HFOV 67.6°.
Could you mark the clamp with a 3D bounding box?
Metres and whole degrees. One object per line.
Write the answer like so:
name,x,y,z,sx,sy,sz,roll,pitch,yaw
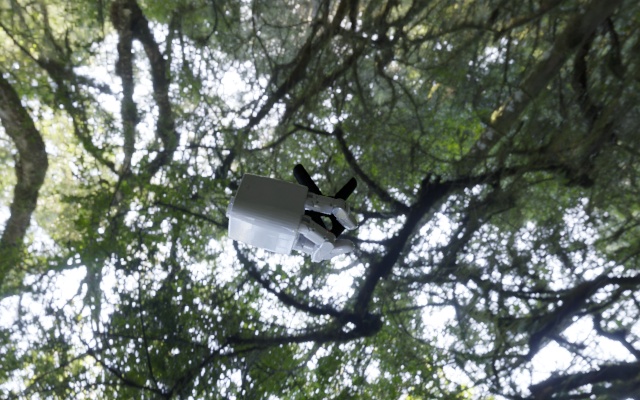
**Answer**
clamp,0.000,0.003,0.821,0.120,0.039,0.171,15,42,-3
